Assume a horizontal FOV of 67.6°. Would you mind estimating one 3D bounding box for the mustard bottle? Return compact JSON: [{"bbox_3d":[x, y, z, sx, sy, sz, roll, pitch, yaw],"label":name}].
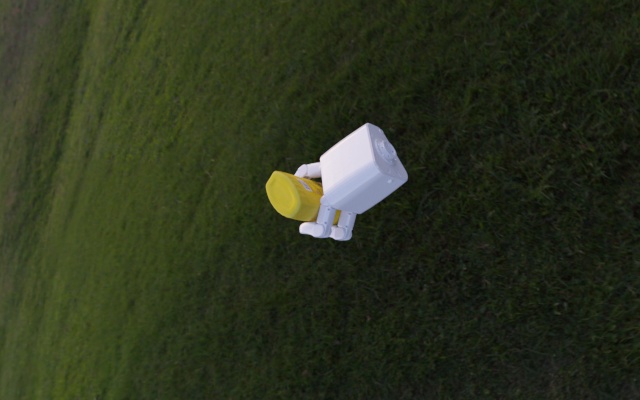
[{"bbox_3d":[0.000,0.003,0.840,0.191,0.058,0.096,12,27,-47],"label":"mustard bottle"}]
